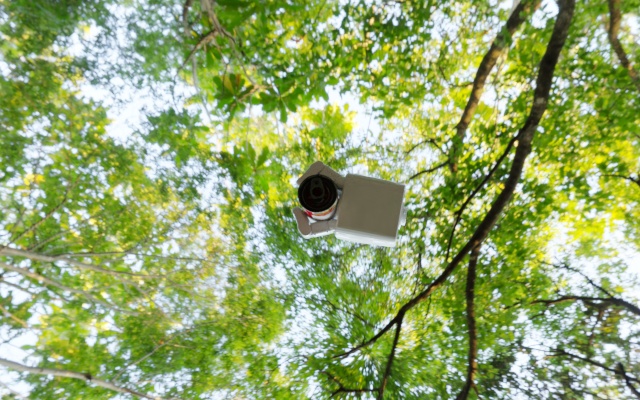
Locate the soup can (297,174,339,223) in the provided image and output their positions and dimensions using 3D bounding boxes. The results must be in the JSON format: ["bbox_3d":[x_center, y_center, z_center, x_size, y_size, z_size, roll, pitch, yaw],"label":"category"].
[{"bbox_3d":[0.000,0.003,0.843,0.068,0.068,0.102,0,-17,6],"label":"soup can"}]
